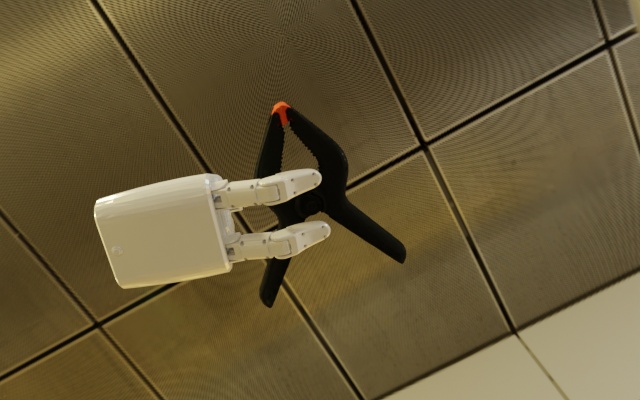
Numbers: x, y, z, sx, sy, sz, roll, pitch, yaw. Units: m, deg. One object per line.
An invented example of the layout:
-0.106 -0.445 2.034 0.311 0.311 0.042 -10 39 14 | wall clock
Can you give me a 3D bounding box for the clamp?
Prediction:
0.000 0.001 0.488 0.164 0.210 0.036 -12 20 -6 | clamp
